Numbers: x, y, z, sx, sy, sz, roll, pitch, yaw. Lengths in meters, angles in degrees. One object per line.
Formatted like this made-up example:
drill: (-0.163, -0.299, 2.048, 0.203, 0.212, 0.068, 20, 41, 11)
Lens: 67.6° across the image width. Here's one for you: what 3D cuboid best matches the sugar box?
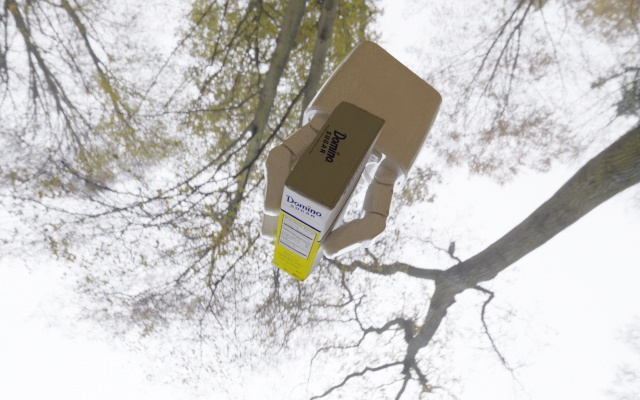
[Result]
sugar box: (0.000, 0.001, 0.424, 0.048, 0.093, 0.176, 28, -27, 8)
